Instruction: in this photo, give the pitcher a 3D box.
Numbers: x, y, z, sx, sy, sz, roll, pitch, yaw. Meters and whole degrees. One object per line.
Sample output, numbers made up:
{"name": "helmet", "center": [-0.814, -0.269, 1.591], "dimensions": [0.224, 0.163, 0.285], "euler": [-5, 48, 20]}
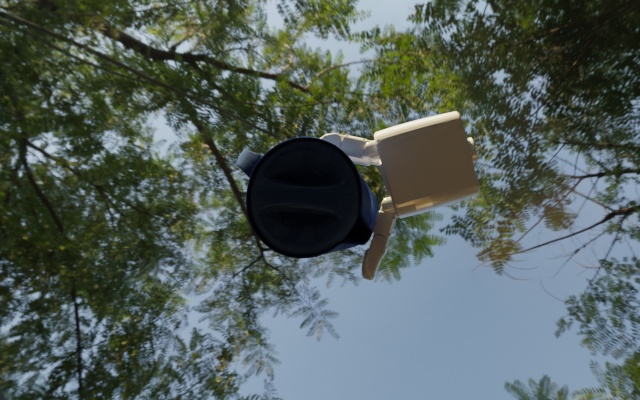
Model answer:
{"name": "pitcher", "center": [0.000, 0.002, 0.629], "dimensions": [0.145, 0.149, 0.243], "euler": [-15, -10, 12]}
